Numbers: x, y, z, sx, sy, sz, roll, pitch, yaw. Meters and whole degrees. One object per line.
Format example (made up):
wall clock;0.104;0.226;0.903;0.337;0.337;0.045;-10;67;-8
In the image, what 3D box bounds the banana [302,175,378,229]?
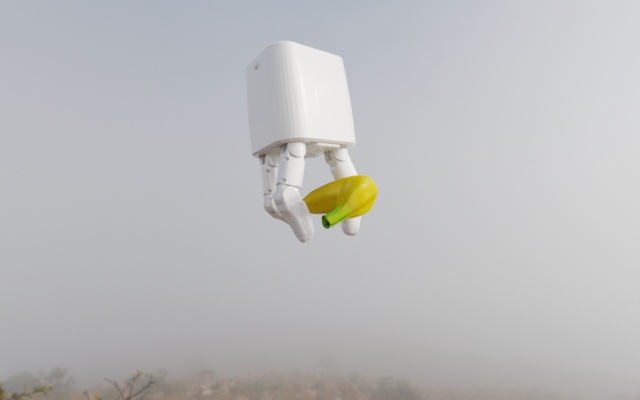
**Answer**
banana;0.018;-0.003;0.497;0.069;0.037;0.198;-15;3;-7
